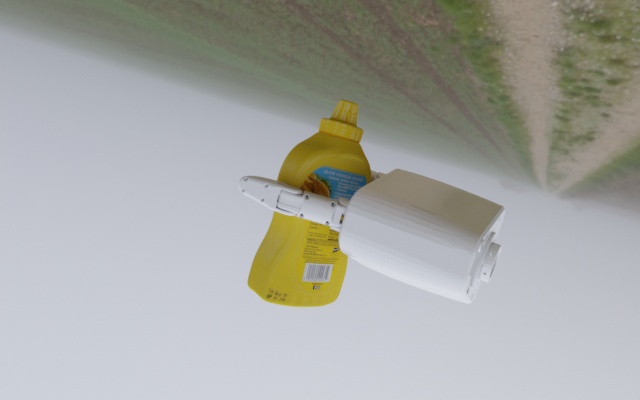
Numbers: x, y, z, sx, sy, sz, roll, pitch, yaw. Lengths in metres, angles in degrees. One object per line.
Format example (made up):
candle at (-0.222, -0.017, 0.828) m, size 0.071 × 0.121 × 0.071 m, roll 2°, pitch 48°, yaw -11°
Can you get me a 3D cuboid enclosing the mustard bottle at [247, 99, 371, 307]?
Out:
mustard bottle at (0.000, 0.002, 0.447) m, size 0.096 × 0.191 × 0.058 m, roll 10°, pitch 10°, yaw -39°
